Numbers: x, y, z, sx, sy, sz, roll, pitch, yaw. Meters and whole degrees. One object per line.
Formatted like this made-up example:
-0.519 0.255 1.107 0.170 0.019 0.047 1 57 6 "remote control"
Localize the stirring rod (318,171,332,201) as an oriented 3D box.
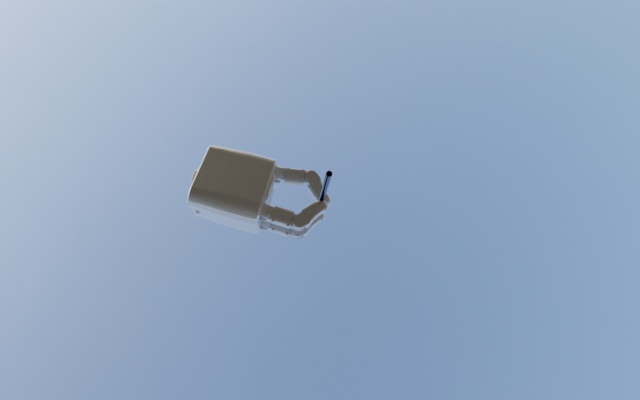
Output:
0.000 0.002 0.706 0.011 0.011 0.240 0 -17 -5 "stirring rod"
